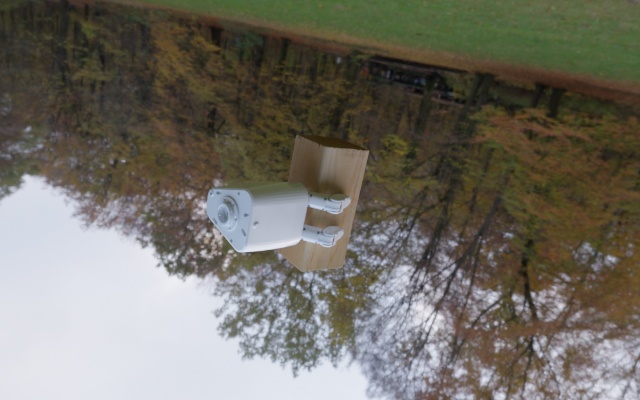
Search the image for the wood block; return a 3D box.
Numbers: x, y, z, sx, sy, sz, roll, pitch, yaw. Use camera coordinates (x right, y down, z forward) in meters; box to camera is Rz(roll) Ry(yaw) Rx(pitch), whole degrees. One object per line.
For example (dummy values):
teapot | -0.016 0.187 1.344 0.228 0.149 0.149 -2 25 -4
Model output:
wood block | 0.000 0.003 0.794 0.090 0.206 0.090 0 20 -36
